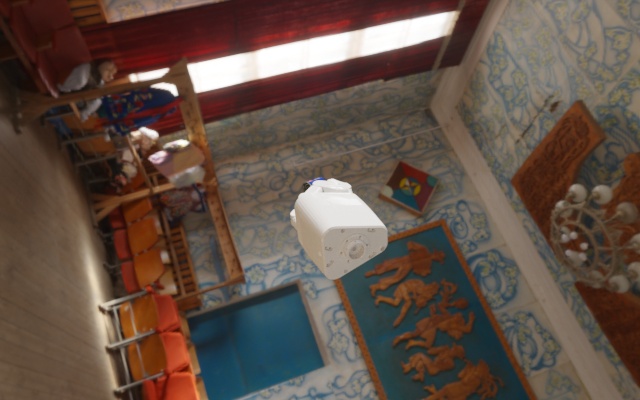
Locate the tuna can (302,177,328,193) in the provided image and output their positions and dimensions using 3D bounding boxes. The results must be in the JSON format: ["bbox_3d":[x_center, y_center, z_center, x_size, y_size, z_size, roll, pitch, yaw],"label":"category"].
[{"bbox_3d":[0.001,0.003,0.852,0.034,0.086,0.086,-20,6,-18],"label":"tuna can"}]
